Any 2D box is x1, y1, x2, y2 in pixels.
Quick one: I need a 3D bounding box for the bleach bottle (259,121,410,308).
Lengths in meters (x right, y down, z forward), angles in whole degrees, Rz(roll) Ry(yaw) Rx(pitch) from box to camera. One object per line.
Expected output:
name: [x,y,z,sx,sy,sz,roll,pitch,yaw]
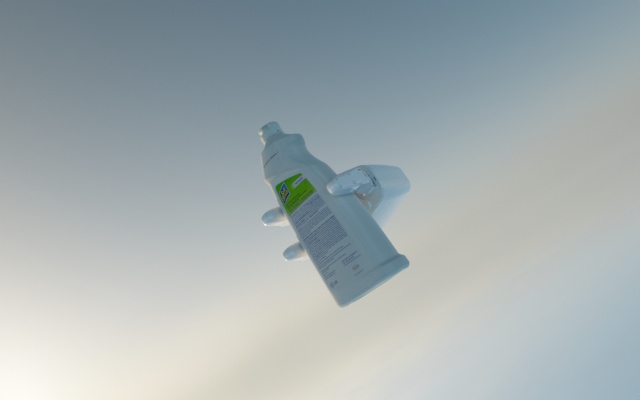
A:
bleach bottle: [0.000,0.002,0.600,0.102,0.250,0.068,-40,-16,30]
